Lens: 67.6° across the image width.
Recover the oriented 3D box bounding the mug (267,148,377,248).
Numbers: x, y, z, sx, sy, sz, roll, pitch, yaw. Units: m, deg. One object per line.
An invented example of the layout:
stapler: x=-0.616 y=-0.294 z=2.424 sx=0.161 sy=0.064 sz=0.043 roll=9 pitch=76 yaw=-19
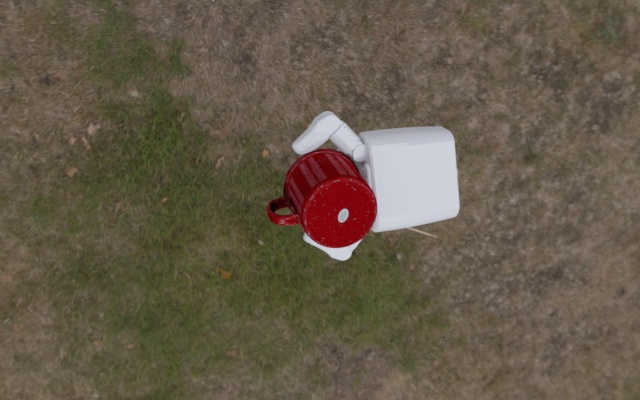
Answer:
mug: x=-0.001 y=0.002 z=0.514 sx=0.117 sy=0.093 sz=0.081 roll=-11 pitch=24 yaw=-10
